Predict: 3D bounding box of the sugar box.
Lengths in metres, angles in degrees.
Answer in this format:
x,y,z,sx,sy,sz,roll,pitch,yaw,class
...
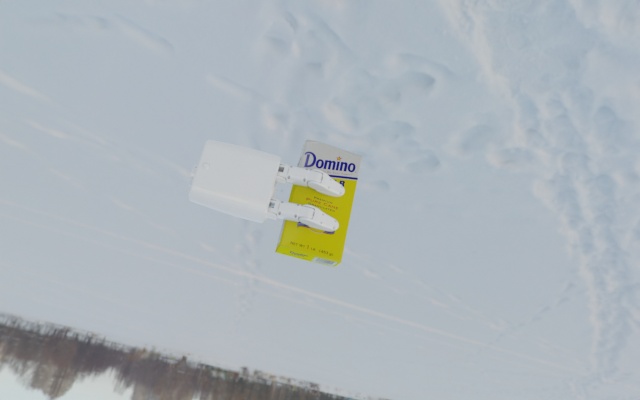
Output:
x,y,z,sx,sy,sz,roll,pitch,yaw,class
0.000,0.002,0.707,0.093,0.176,0.048,16,-21,-9,sugar box
